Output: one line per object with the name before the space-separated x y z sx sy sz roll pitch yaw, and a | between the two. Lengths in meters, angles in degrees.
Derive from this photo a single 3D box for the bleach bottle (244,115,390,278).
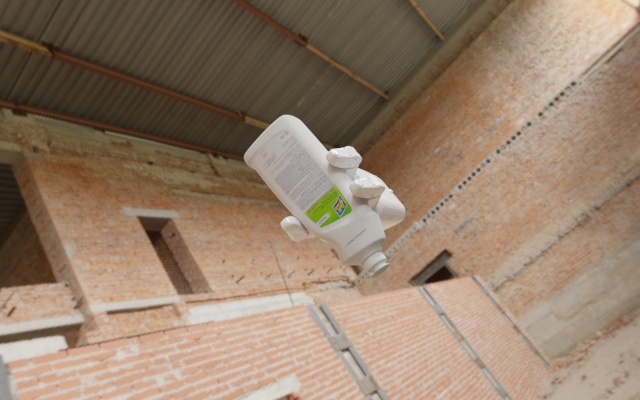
bleach bottle | 0.000 0.002 0.647 0.102 0.250 0.068 -45 -24 17
